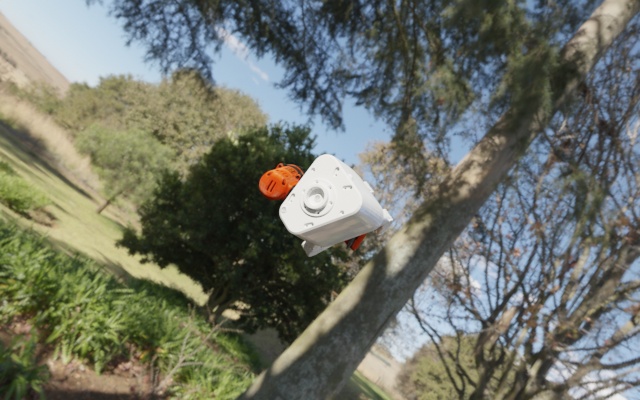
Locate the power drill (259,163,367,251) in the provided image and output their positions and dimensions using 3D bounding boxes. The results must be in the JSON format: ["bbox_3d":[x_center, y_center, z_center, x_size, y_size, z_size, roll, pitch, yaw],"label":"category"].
[{"bbox_3d":[0.000,0.003,0.798,0.187,0.057,0.184,30,14,6],"label":"power drill"}]
